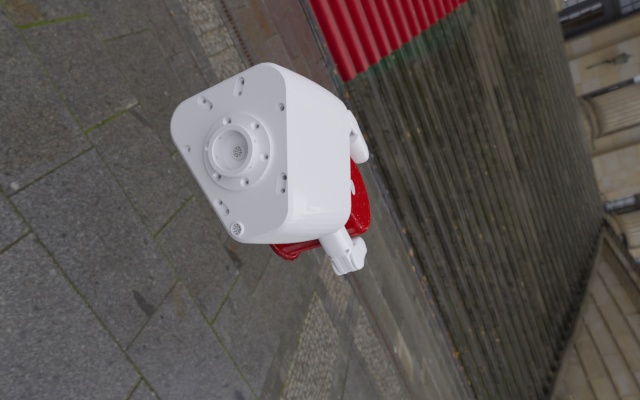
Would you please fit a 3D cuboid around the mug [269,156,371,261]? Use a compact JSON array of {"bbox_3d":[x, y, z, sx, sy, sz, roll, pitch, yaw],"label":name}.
[{"bbox_3d":[0.001,0.002,0.459,0.081,0.093,0.117,-18,-6,20],"label":"mug"}]
